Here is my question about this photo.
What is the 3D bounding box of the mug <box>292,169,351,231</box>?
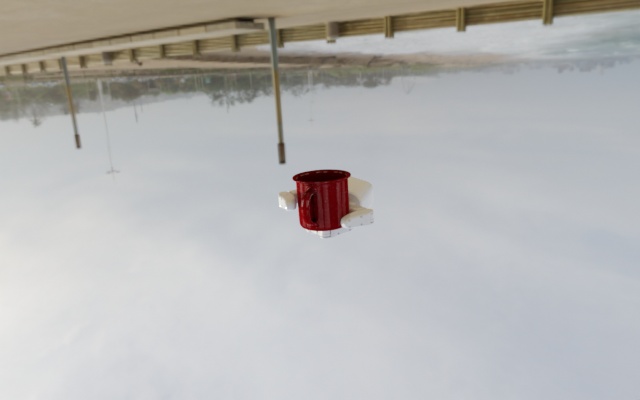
[{"bbox_3d":[0.000,0.003,0.750,0.093,0.081,0.117,2,16,20],"label":"mug"}]
